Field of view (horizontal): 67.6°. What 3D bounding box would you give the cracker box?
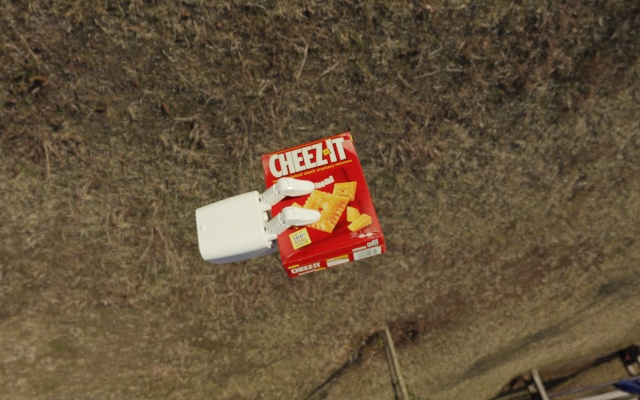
[{"bbox_3d":[0.000,0.003,0.798,0.164,0.213,0.072,-15,-30,1],"label":"cracker box"}]
